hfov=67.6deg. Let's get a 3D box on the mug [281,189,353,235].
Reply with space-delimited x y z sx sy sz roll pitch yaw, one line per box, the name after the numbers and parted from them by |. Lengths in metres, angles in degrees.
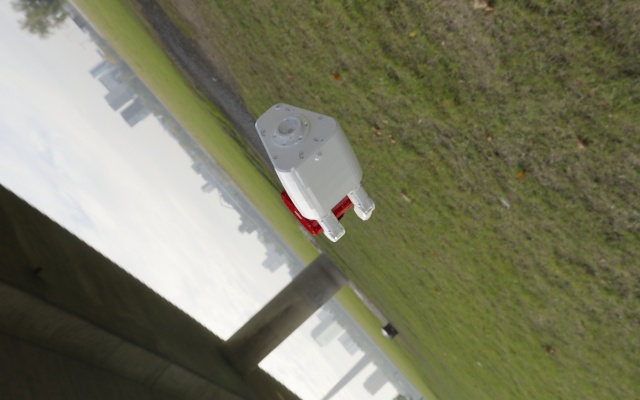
0.000 0.003 0.706 0.093 0.081 0.117 43 -10 37 | mug
